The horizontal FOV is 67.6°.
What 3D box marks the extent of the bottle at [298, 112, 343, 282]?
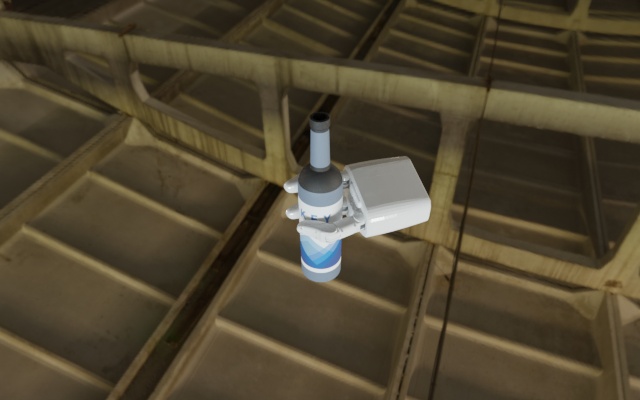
[{"bbox_3d":[0.000,0.003,0.720,0.069,0.296,0.069,0,41,0],"label":"bottle"}]
